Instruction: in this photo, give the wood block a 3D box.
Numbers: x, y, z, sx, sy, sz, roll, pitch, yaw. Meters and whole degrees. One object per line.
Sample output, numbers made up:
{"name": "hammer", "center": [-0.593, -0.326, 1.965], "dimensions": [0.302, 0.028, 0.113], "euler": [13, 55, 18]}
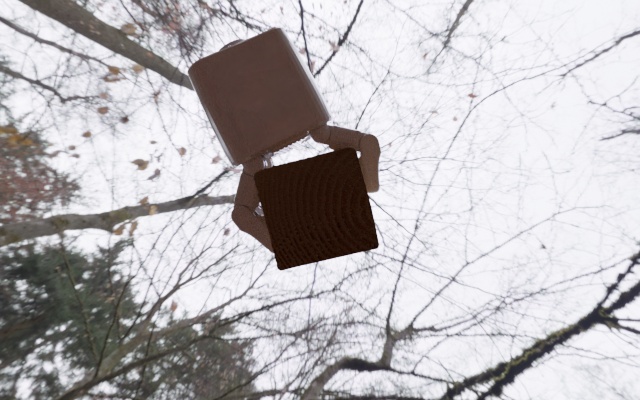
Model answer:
{"name": "wood block", "center": [0.000, 0.001, 0.500], "dimensions": [0.091, 0.090, 0.206], "euler": [-14, 3, 3]}
